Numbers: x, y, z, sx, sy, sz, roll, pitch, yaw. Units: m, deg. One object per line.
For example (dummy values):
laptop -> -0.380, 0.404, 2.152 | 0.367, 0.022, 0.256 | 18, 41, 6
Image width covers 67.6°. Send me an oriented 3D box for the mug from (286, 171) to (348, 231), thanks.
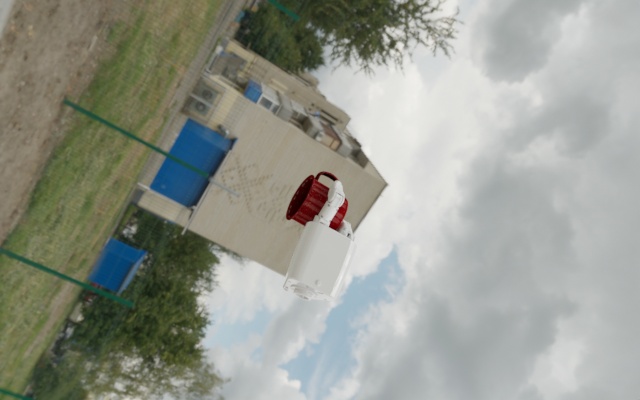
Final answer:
mug -> 0.001, 0.002, 0.869 | 0.081, 0.117, 0.093 | 30, -24, -16
